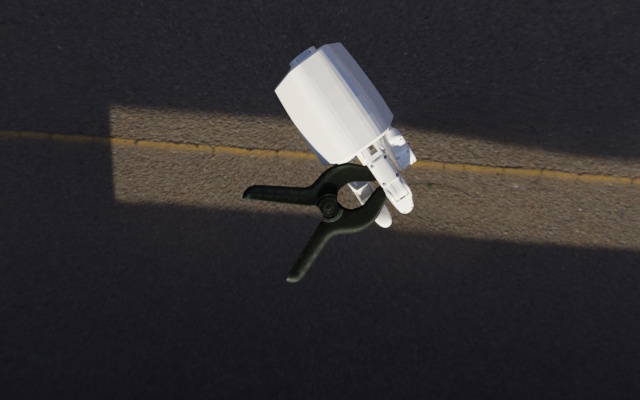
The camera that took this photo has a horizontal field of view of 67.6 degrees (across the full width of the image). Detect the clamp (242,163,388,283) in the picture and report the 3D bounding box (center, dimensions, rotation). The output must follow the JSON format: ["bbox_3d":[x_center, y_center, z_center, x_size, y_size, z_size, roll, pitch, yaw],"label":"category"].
[{"bbox_3d":[0.000,0.002,0.536,0.171,0.120,0.039,-35,9,4],"label":"clamp"}]
